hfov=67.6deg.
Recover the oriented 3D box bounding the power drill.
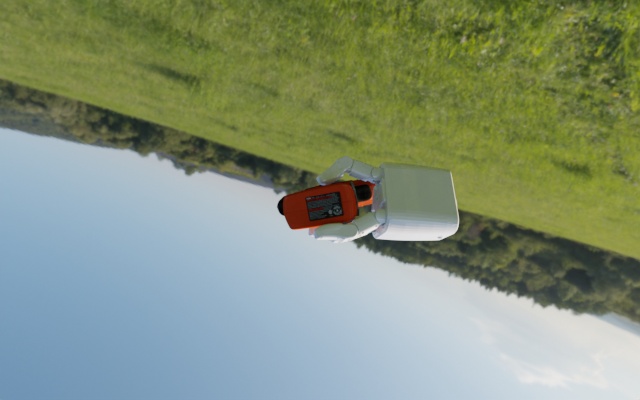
[{"bbox_3d":[0.000,0.003,0.760,0.184,0.057,0.187,-13,4,12],"label":"power drill"}]
